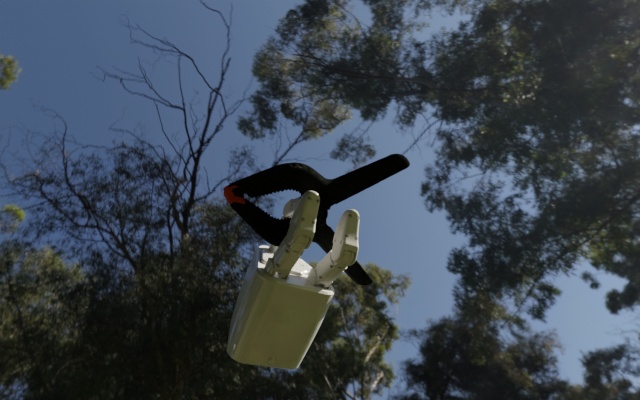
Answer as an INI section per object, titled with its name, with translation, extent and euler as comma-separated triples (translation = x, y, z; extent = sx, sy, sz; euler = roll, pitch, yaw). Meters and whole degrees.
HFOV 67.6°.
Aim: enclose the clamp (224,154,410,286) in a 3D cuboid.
[clamp]
translation = -0.001, 0.002, 0.533
extent = 0.210, 0.164, 0.036
euler = 18, 8, -27
